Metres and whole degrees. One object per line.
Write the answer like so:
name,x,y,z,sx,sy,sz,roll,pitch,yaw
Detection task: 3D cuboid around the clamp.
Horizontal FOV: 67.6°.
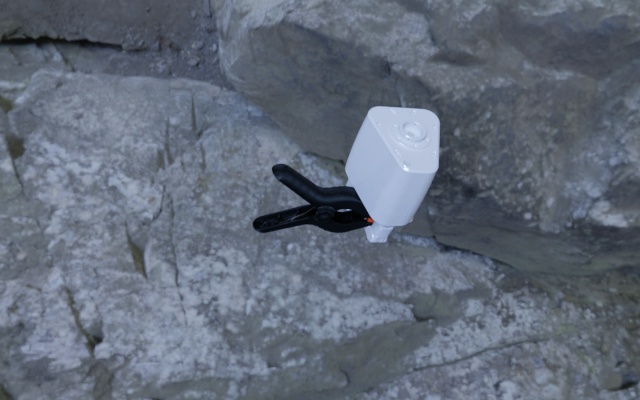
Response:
clamp,0.000,0.003,0.630,0.171,0.039,0.120,0,-37,-13
